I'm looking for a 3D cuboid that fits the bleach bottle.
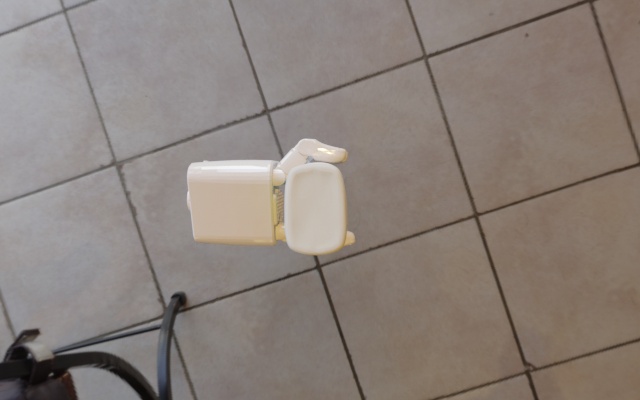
[{"bbox_3d":[0.000,0.002,0.630,0.068,0.102,0.251,-1,3,3],"label":"bleach bottle"}]
